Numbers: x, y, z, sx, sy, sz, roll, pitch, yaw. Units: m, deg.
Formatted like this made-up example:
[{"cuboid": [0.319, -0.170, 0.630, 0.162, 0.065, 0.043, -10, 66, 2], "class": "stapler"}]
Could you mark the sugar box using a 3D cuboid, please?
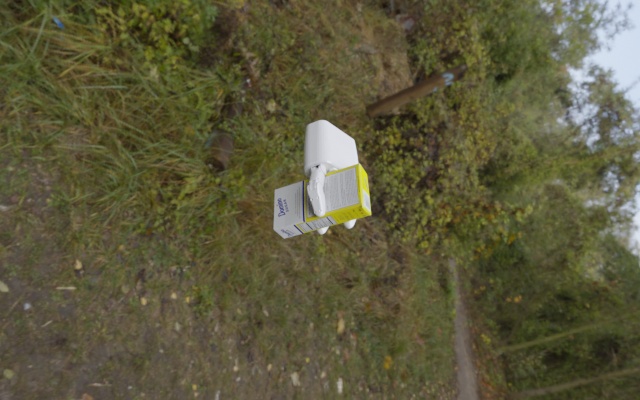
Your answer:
[{"cuboid": [0.000, 0.003, 0.871, 0.176, 0.093, 0.048, -17, -37, 23], "class": "sugar box"}]
